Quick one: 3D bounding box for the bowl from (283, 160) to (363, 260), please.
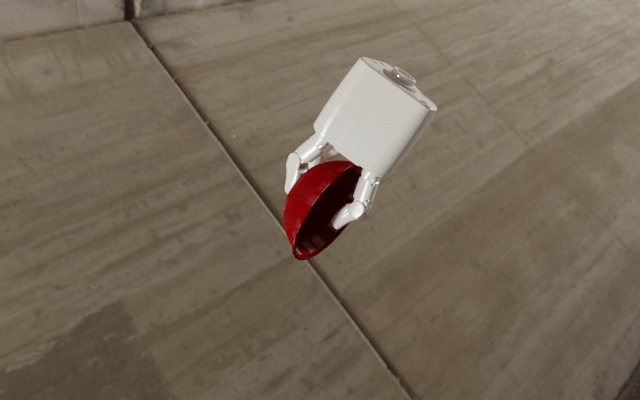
[{"bbox_3d":[-0.001,0.003,0.653,0.055,0.162,0.162,37,15,22],"label":"bowl"}]
